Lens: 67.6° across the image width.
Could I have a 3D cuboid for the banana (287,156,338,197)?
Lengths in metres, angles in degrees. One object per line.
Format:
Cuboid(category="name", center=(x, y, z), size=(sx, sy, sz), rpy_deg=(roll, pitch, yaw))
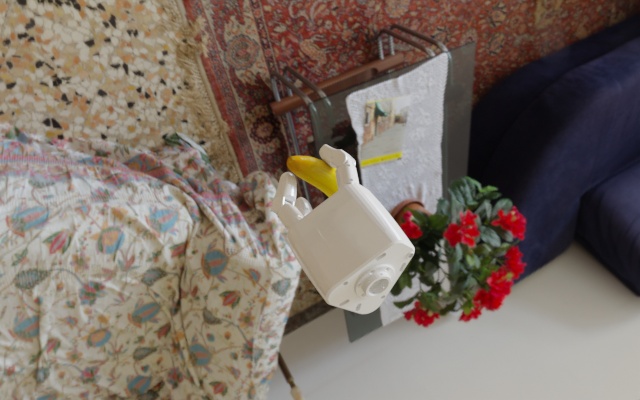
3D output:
Cuboid(category="banana", center=(0.017, -0.005, 0.673), size=(0.069, 0.037, 0.198), rpy_deg=(-30, -41, -2))
